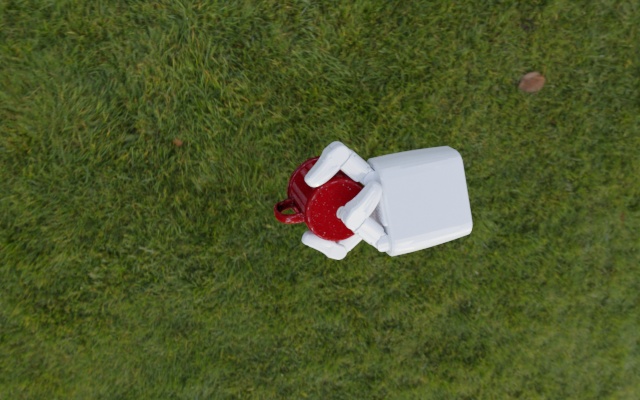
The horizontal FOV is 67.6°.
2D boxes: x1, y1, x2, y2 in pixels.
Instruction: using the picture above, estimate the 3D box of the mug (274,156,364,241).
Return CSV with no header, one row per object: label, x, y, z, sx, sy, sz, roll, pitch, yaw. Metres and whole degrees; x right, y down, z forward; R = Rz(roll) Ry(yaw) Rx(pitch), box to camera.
mug,-0.001,0.002,0.591,0.117,0.093,0.081,-14,23,-11
